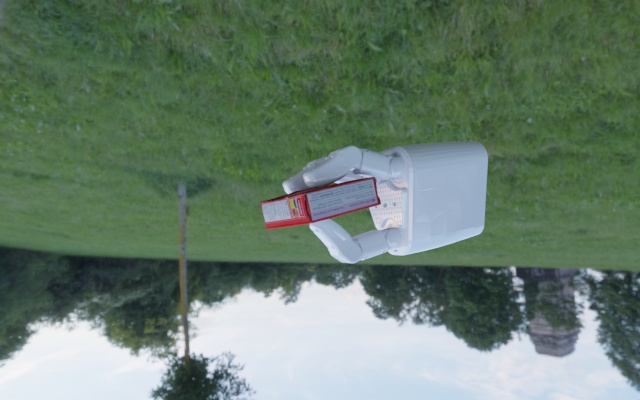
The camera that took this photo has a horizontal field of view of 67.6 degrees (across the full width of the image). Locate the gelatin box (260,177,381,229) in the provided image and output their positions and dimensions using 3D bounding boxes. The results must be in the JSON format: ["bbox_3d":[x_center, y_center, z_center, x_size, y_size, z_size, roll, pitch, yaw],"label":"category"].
[{"bbox_3d":[0.000,0.002,0.451,0.089,0.030,0.073,-15,3,-38],"label":"gelatin box"}]
